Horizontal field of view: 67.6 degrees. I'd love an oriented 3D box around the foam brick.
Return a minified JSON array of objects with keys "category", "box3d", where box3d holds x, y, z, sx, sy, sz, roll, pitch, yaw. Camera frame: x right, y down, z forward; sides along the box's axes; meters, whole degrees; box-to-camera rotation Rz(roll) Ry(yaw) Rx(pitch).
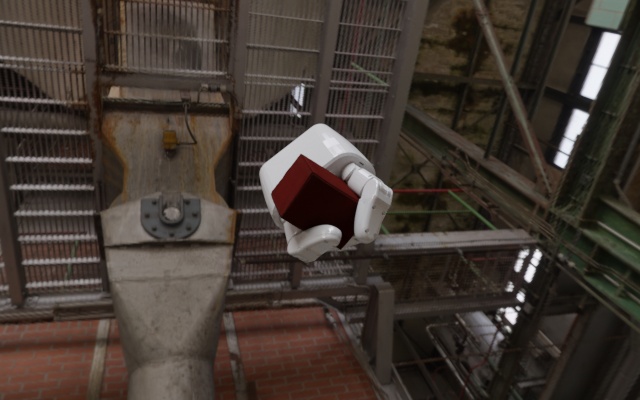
[{"category":"foam brick","box3d":[0.000,0.001,0.462,0.078,0.053,0.051,31,15,-30]}]
